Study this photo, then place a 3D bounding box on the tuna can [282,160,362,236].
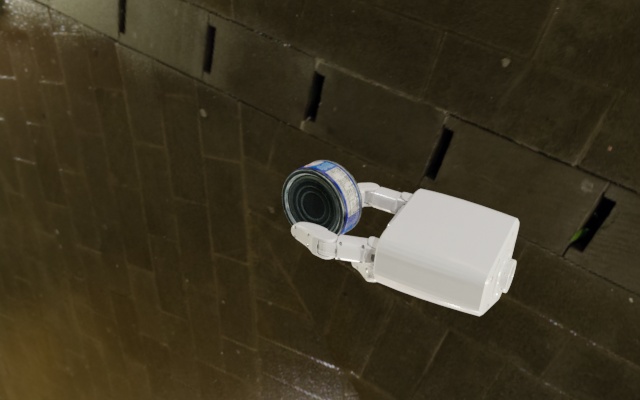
[{"bbox_3d":[0.000,0.002,0.512,0.086,0.086,0.033,0,19,39],"label":"tuna can"}]
